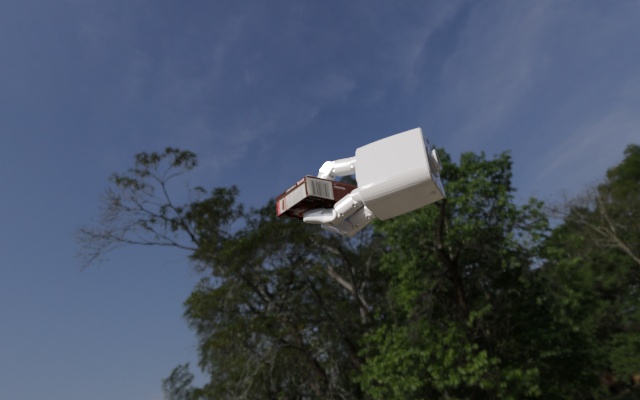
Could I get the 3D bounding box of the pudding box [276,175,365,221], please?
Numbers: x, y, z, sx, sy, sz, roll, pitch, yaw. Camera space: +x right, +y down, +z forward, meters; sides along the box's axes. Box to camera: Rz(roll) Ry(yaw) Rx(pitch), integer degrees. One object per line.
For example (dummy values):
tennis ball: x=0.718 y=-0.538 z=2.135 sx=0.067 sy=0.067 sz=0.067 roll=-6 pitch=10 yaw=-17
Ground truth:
pudding box: x=0.000 y=0.002 z=0.752 sx=0.113 sy=0.039 sz=0.090 roll=12 pitch=-30 yaw=-34
